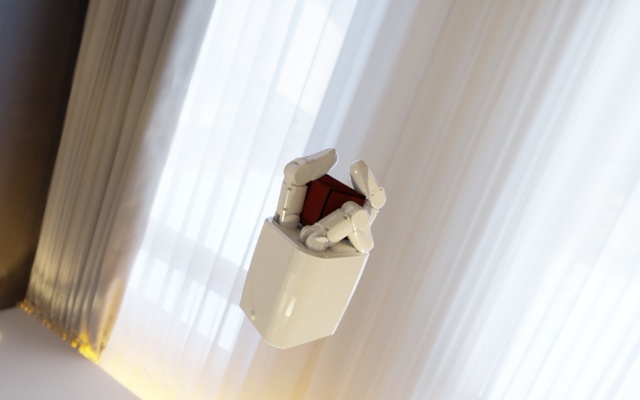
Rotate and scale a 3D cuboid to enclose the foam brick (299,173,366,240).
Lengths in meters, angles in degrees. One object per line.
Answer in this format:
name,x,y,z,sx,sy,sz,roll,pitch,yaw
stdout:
foam brick,0.000,0.002,0.516,0.053,0.051,0.078,11,14,-37
